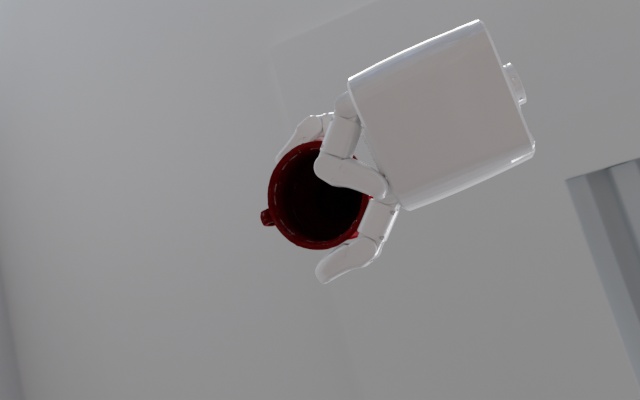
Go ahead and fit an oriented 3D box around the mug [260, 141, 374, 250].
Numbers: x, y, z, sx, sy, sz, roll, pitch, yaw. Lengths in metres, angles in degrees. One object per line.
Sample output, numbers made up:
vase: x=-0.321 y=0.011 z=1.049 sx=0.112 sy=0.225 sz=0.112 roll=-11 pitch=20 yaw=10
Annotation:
mug: x=-0.001 y=0.002 z=0.445 sx=0.117 sy=0.093 sz=0.081 roll=-23 pitch=-10 yaw=19
